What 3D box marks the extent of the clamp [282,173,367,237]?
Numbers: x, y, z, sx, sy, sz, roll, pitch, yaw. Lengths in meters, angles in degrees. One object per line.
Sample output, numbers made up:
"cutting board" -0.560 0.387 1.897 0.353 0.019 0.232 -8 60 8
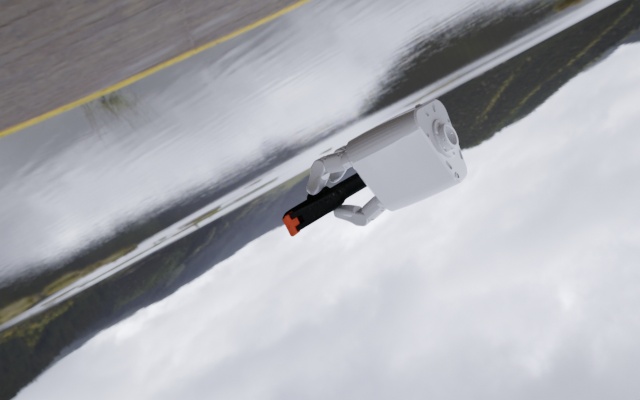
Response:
"clamp" 0.000 0.003 0.701 0.164 0.036 0.210 -24 6 40
